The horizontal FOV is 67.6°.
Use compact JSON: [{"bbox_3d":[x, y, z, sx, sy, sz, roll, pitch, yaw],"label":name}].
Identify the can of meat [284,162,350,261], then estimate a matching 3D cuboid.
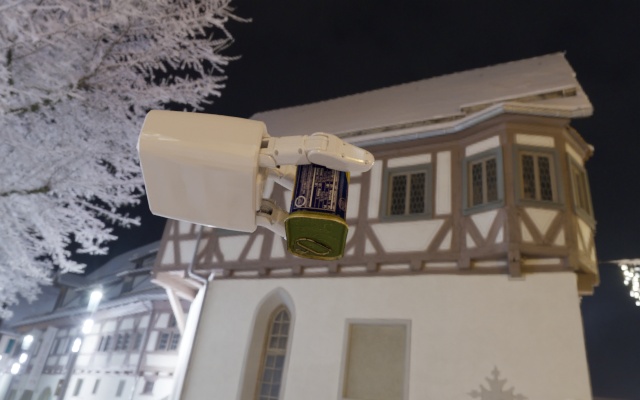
[{"bbox_3d":[0.000,0.001,0.468,0.057,0.084,0.102,6,-27,2],"label":"can of meat"}]
